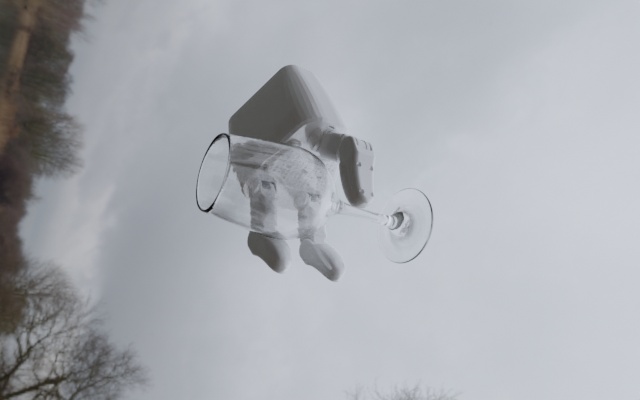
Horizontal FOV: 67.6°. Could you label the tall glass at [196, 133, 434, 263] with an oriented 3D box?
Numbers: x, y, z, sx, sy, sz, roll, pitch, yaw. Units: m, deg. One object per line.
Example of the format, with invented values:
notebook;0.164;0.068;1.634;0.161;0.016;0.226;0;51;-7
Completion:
tall glass;0.001;0.002;0.410;0.201;0.079;0.079;15;-9;-32
